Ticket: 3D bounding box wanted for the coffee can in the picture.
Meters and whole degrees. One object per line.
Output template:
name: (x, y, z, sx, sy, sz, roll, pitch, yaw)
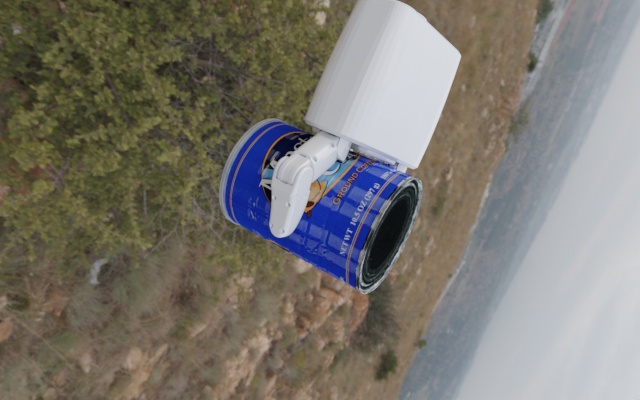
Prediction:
coffee can: (0.000, 0.001, 0.407, 0.140, 0.103, 0.103, 26, 11, 24)
